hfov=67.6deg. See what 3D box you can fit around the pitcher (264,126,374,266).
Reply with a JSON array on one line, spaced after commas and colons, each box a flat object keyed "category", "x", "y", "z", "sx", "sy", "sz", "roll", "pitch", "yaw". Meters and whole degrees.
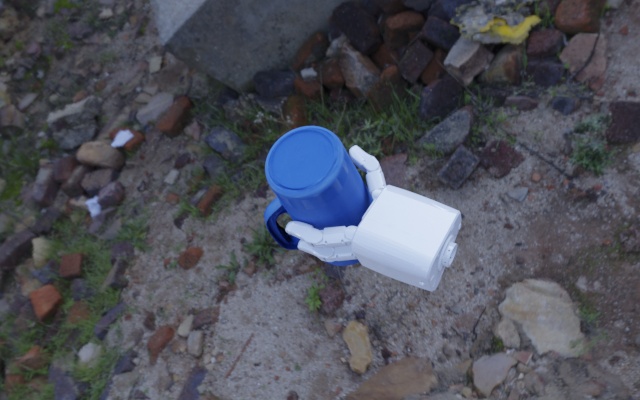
[{"category": "pitcher", "x": 0.000, "y": 0.002, "z": 0.708, "sx": 0.145, "sy": 0.149, "sz": 0.243, "roll": 23, "pitch": -16, "yaw": 27}]
